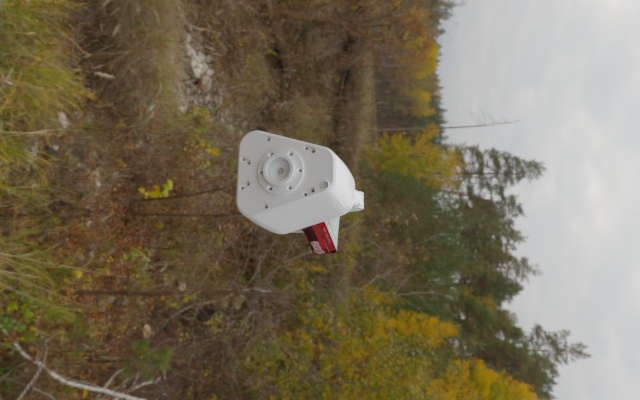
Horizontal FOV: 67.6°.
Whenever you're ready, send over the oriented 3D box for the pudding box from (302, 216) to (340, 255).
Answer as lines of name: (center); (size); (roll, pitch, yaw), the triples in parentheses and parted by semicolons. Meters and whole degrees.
pudding box: (0.000, 0.002, 0.639); (0.039, 0.113, 0.090); (-3, -40, 14)
